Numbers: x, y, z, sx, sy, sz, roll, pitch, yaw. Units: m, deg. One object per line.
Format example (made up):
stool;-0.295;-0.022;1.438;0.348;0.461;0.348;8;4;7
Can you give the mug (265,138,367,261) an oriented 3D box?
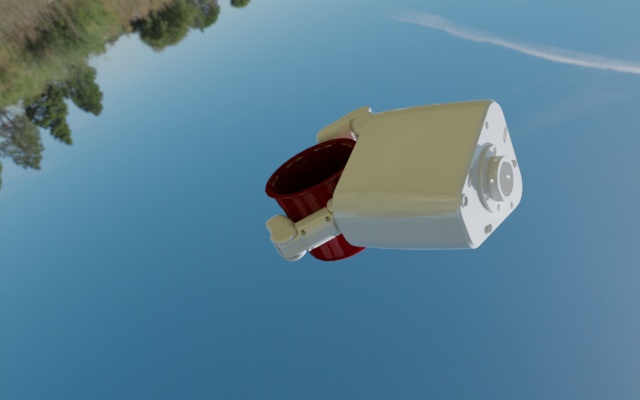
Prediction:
mug;-0.001;0.002;0.450;0.117;0.081;0.093;-1;37;43
